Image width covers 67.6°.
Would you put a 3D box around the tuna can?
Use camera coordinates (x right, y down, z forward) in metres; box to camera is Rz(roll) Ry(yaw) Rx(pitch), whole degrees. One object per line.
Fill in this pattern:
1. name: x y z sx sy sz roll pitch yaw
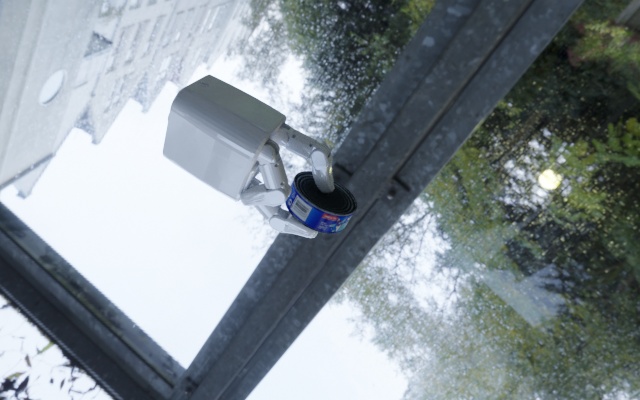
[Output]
1. tuna can: 0.000 0.002 0.593 0.086 0.034 0.086 22 29 -13
